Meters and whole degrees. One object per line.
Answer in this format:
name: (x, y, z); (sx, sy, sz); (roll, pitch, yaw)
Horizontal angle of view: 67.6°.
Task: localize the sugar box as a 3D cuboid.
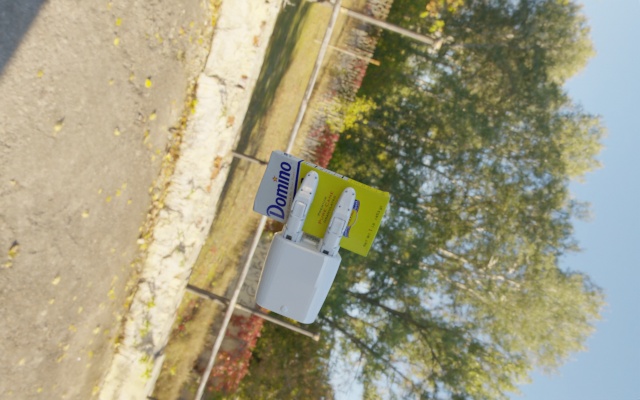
sugar box: (0.000, 0.002, 0.676); (0.176, 0.093, 0.048); (21, 11, 2)
